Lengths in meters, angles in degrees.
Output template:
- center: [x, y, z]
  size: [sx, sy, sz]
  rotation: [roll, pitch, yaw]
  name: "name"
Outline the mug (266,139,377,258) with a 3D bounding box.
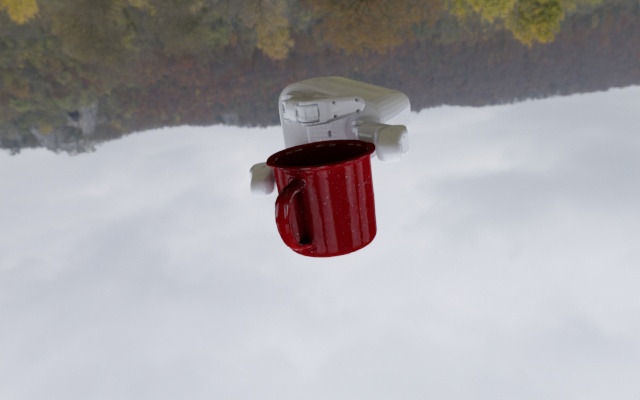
- center: [0.000, 0.002, 0.403]
  size: [0.093, 0.081, 0.117]
  rotation: [2, 21, 27]
  name: "mug"
